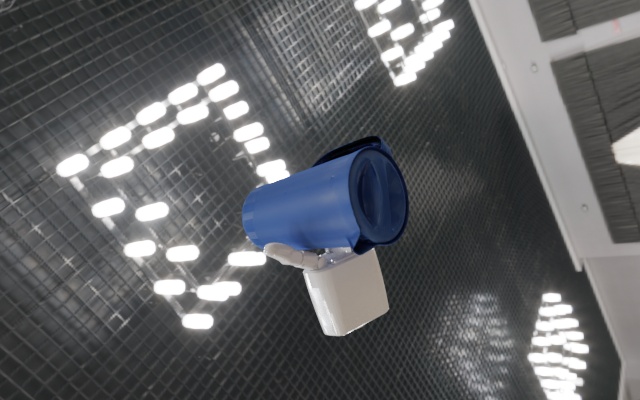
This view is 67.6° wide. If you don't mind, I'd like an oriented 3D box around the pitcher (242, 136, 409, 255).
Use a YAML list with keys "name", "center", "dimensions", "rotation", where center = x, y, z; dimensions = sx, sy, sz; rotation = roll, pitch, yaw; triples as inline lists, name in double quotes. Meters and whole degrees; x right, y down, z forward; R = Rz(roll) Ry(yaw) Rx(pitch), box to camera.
- name: "pitcher"
  center: [0.000, 0.003, 0.709]
  dimensions: [0.243, 0.145, 0.149]
  rotation: [-12, 8, 42]
